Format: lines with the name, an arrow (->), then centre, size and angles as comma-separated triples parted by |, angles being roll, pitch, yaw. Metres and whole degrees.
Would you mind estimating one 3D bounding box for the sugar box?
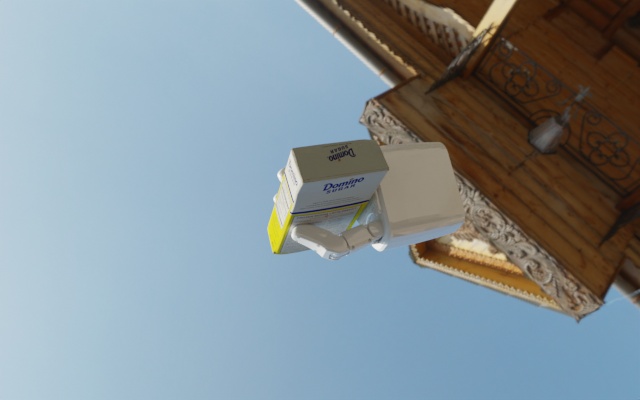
sugar box -> 0.000, 0.001, 0.526 | 0.093, 0.048, 0.176 | -9, -28, -20
